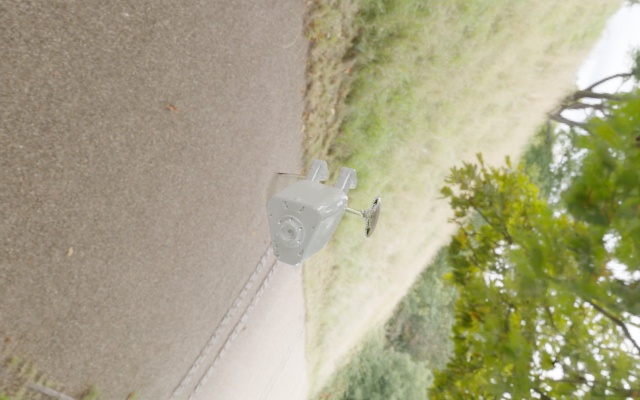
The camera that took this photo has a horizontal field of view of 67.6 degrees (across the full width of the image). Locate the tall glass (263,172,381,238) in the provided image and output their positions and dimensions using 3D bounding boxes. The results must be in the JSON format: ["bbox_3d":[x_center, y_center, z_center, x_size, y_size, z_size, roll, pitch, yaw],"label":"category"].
[{"bbox_3d":[0.001,0.003,0.844,0.201,0.079,0.079,16,5,20],"label":"tall glass"}]
